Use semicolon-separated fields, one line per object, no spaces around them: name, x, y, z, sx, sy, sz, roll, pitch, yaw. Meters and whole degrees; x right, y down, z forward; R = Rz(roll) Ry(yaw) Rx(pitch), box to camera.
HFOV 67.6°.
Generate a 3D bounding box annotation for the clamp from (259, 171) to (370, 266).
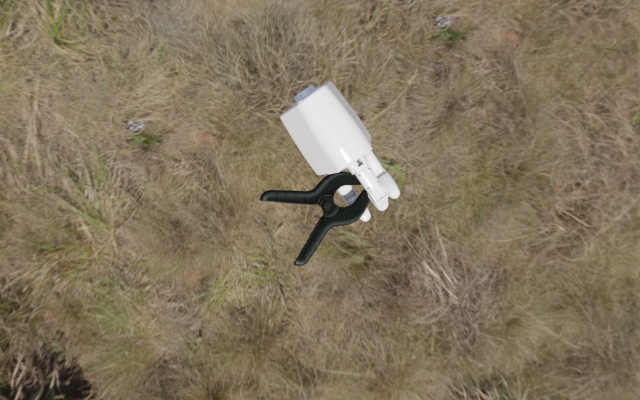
clamp;0.000;0.002;0.696;0.171;0.120;0.039;-37;10;-2
